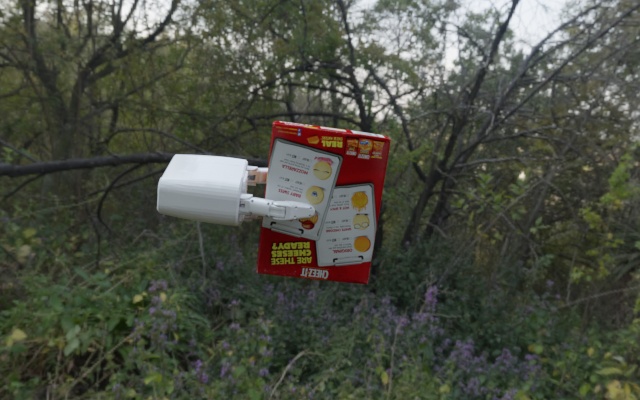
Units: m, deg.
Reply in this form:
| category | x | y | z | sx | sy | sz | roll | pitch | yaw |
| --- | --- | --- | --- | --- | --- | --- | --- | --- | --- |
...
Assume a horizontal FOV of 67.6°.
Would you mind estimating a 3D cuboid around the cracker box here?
| category | x | y | z | sx | sy | sz | roll | pitch | yaw |
| --- | --- | --- | --- | --- | --- | --- | --- | --- | --- |
| cracker box | 0.000 | 0.002 | 0.689 | 0.164 | 0.214 | 0.072 | 7 | 12 | -5 |
